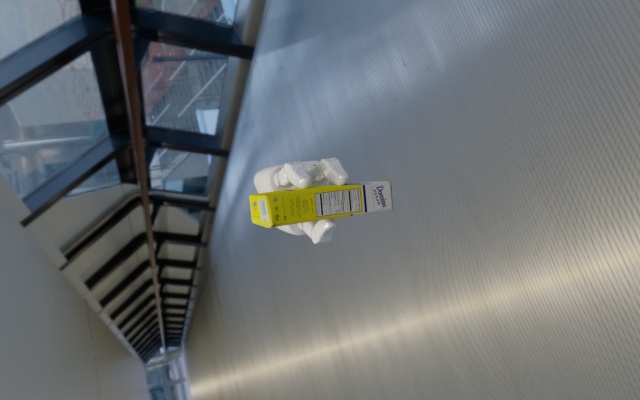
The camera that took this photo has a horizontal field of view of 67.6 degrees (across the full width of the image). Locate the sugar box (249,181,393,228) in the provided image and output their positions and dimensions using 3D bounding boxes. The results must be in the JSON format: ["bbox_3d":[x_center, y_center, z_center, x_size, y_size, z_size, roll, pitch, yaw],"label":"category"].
[{"bbox_3d":[0.000,0.002,0.654,0.176,0.048,0.093,-10,6,-22],"label":"sugar box"}]
